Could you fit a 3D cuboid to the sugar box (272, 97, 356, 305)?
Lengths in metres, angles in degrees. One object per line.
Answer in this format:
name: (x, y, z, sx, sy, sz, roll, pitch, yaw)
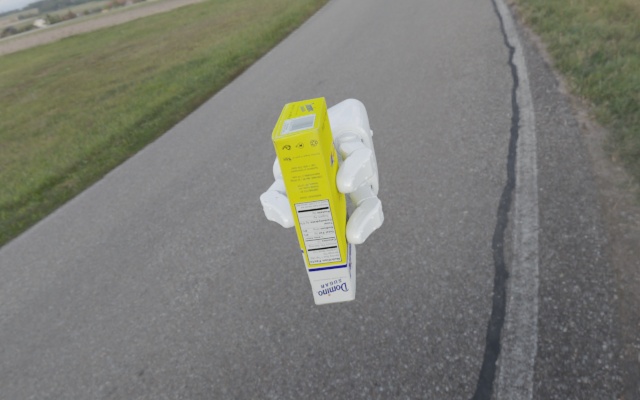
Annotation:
sugar box: (0.001, 0.001, 0.456, 0.048, 0.176, 0.093, -10, 28, 10)
